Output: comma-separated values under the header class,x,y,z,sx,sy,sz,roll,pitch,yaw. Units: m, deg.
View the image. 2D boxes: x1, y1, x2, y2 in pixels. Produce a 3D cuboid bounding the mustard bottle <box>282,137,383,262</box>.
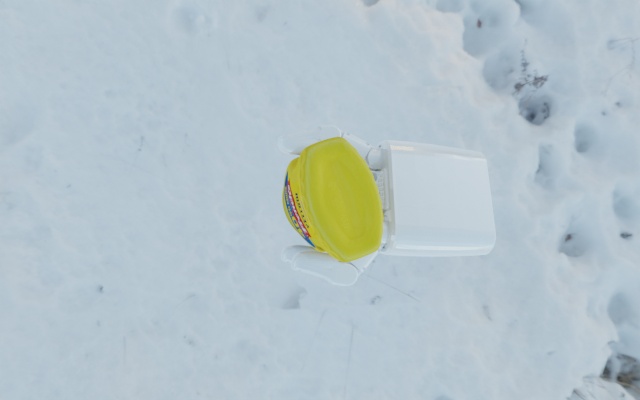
class,x,y,z,sx,sy,sz,roll,pitch,yaw
mustard bottle,0.000,0.002,0.451,0.058,0.096,0.191,-21,3,-11
